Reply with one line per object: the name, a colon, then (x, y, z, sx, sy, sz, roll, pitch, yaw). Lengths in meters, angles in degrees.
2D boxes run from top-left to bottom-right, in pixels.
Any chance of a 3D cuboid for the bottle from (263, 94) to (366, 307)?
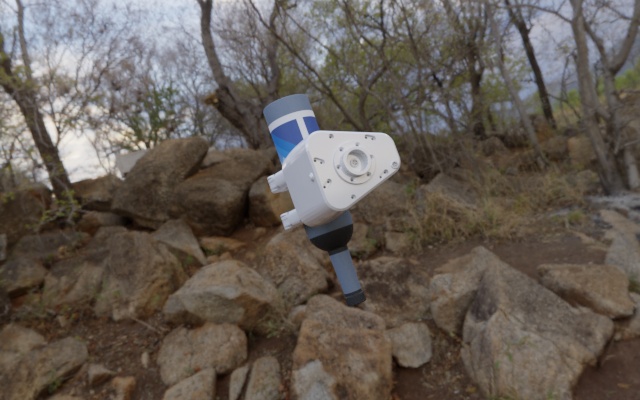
bottle: (0.000, 0.002, 0.663, 0.069, 0.295, 0.069, -20, -4, -2)
